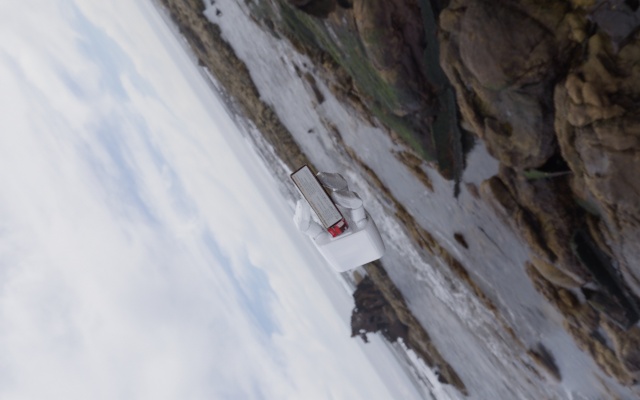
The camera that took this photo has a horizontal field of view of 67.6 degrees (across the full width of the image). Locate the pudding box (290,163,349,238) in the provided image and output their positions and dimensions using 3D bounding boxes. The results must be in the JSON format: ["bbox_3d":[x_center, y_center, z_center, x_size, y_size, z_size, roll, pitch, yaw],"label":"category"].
[{"bbox_3d":[0.000,0.003,0.790,0.039,0.113,0.090,-36,-15,-2],"label":"pudding box"}]
